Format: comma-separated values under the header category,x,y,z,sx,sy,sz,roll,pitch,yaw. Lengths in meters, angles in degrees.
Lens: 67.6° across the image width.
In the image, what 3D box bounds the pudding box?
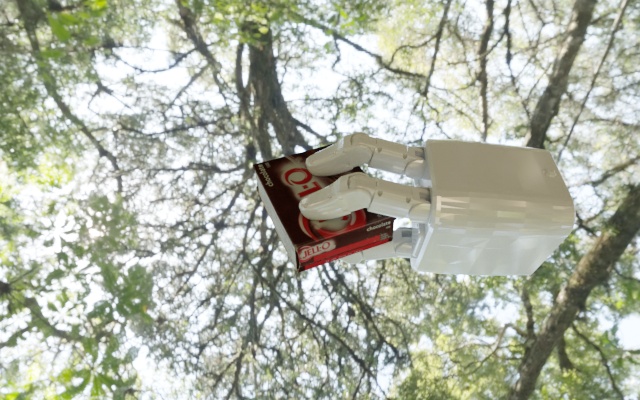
category,x,y,z,sx,sy,sz,roll,pitch,yaw
pudding box,0.000,0.001,0.421,0.090,0.039,0.113,-16,43,-18
